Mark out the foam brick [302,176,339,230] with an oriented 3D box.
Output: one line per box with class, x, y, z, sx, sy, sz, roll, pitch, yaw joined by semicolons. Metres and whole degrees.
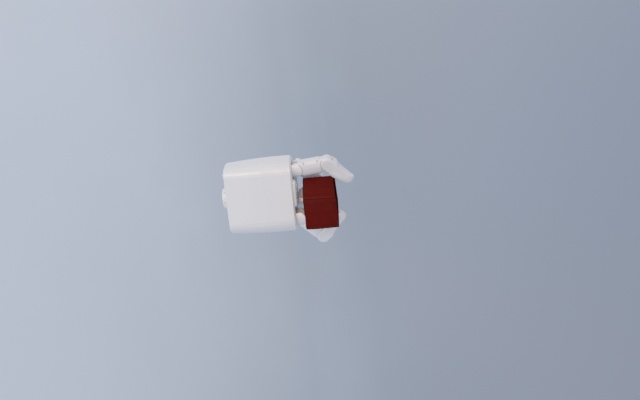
foam brick;0.000;0.002;0.732;0.051;0.053;0.078;-5;27;0
